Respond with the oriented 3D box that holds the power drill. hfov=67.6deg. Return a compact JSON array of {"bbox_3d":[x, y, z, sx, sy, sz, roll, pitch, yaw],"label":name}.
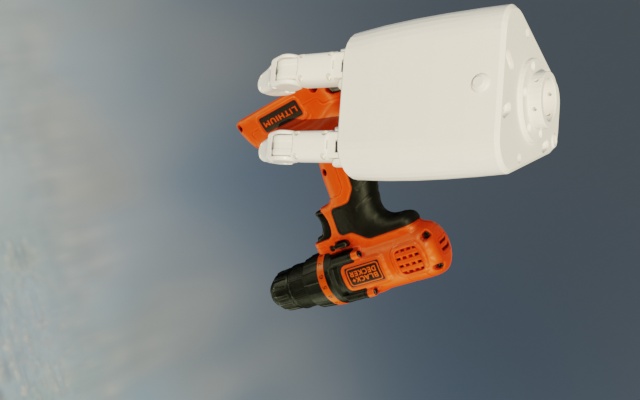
[{"bbox_3d":[0.000,0.001,0.421,0.184,0.187,0.057,-22,5,31],"label":"power drill"}]
